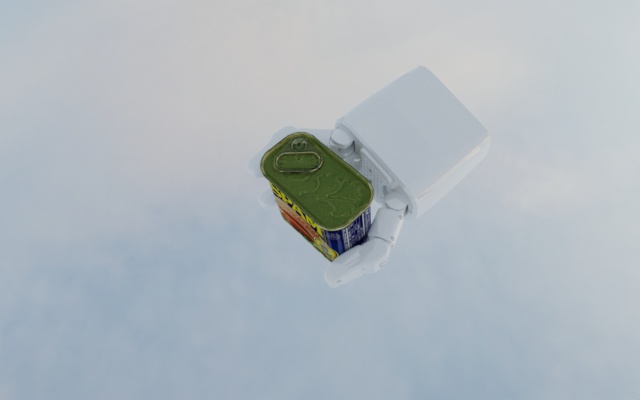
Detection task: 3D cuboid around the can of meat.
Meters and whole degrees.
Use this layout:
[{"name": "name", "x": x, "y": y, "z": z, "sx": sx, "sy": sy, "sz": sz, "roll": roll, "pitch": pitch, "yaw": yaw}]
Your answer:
[{"name": "can of meat", "x": 0.000, "y": 0.002, "z": 0.429, "sx": 0.102, "sy": 0.057, "sz": 0.084, "roll": 41, "pitch": -17, "yaw": 26}]
